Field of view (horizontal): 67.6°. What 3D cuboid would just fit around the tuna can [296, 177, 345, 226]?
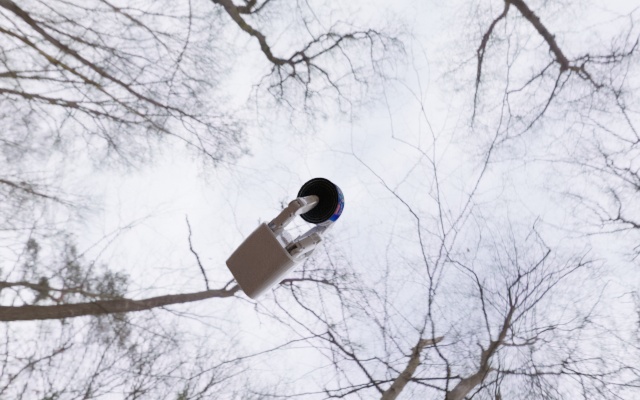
[{"bbox_3d":[0.000,0.003,0.865,0.086,0.086,0.034,0,-11,26],"label":"tuna can"}]
